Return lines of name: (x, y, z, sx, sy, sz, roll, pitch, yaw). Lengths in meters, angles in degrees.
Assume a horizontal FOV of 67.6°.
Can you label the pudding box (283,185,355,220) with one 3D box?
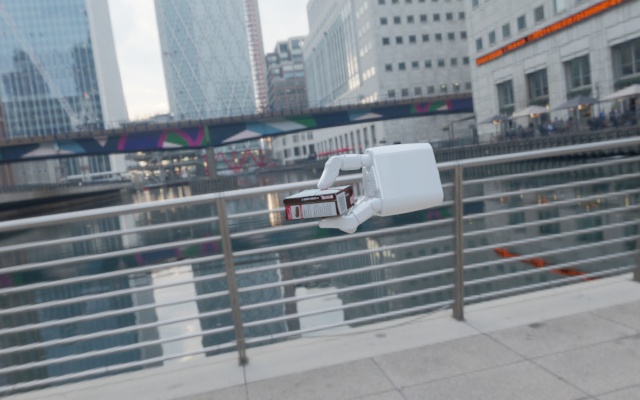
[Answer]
pudding box: (0.000, 0.002, 0.777, 0.090, 0.039, 0.113, -7, 5, 17)
